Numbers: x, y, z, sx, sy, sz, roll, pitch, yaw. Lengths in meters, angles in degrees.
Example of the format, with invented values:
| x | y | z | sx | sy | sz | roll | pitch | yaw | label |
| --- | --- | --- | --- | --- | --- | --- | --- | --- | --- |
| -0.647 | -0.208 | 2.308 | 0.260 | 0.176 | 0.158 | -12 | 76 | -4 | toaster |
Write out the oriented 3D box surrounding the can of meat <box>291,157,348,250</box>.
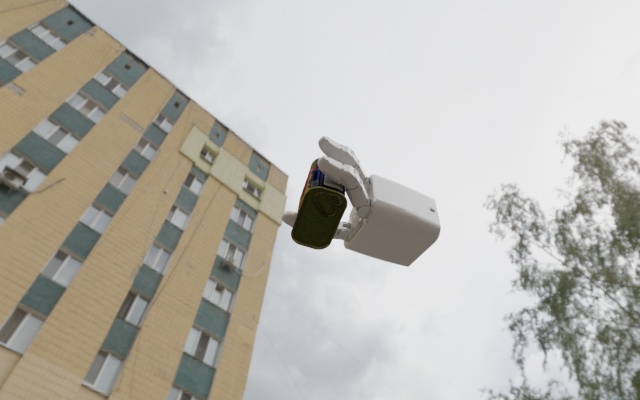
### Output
| x | y | z | sx | sy | sz | roll | pitch | yaw | label |
| --- | --- | --- | --- | --- | --- | --- | --- | --- | --- |
| 0.000 | 0.002 | 0.666 | 0.057 | 0.102 | 0.084 | 17 | 35 | -7 | can of meat |
